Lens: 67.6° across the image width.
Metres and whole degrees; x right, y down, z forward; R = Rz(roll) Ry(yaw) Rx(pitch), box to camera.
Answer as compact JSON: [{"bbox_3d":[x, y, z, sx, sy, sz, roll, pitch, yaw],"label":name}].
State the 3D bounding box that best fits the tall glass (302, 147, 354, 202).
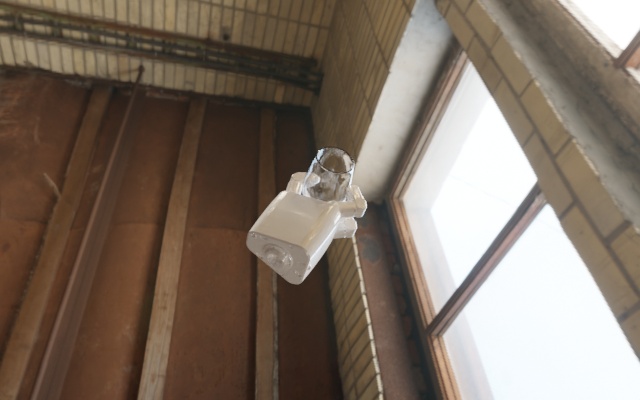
[{"bbox_3d":[0.000,0.003,0.817,0.079,0.079,0.201,0,-42,-19],"label":"tall glass"}]
